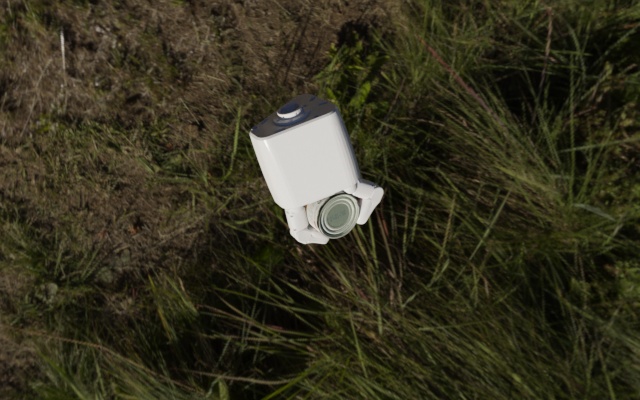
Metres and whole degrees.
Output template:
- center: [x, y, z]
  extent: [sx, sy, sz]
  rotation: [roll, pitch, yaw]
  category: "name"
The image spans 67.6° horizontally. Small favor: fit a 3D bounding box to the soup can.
- center: [0.000, 0.003, 0.670]
  extent: [0.068, 0.068, 0.102]
  rotation: [0, 22, -33]
  category: "soup can"
